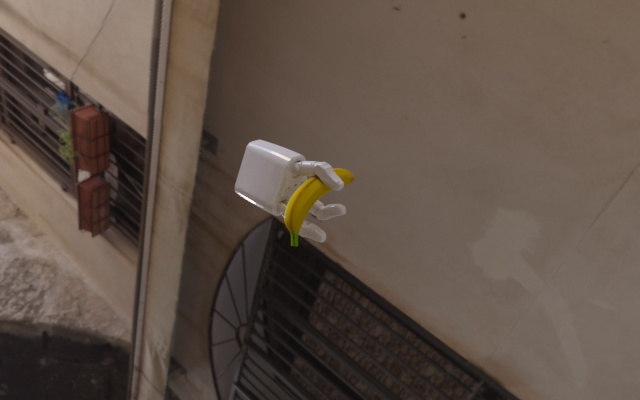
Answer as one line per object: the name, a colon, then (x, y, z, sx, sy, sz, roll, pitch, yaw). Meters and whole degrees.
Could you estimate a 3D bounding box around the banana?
banana: (-0.006, -0.010, 0.827, 0.037, 0.070, 0.197, 14, 46, 35)
